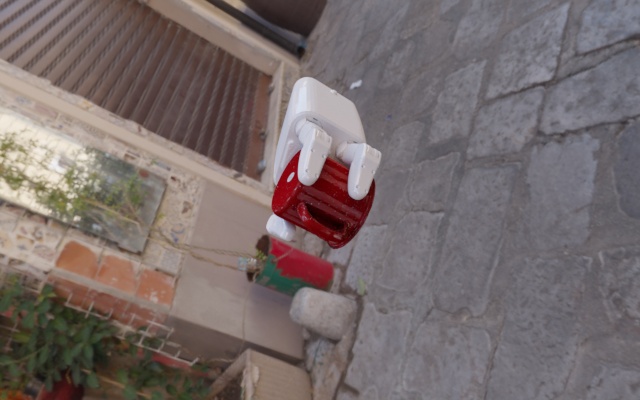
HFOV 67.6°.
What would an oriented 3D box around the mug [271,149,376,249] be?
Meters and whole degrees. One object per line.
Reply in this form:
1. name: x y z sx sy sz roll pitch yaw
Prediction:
1. mug: 0.000 0.002 0.509 0.081 0.093 0.117 27 31 -20
